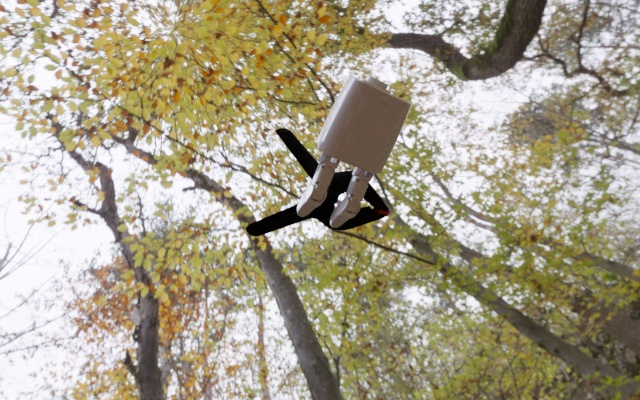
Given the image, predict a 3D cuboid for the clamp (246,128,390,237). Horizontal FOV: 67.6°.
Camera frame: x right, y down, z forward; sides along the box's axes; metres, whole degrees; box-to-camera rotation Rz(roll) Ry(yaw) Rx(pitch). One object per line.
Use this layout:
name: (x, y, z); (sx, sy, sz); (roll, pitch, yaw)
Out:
clamp: (0.000, 0.002, 0.703); (0.210, 0.164, 0.036); (19, 19, -22)
